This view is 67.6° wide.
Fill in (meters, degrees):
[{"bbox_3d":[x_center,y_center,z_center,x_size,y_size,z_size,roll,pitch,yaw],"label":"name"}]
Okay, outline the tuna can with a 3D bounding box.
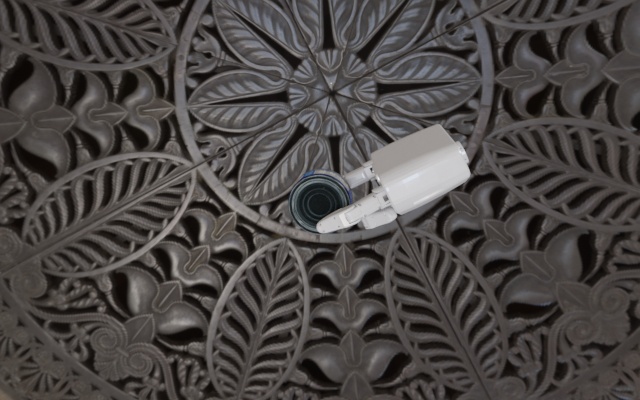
[{"bbox_3d":[0.000,0.002,0.645,0.086,0.086,0.033,0,16,6],"label":"tuna can"}]
